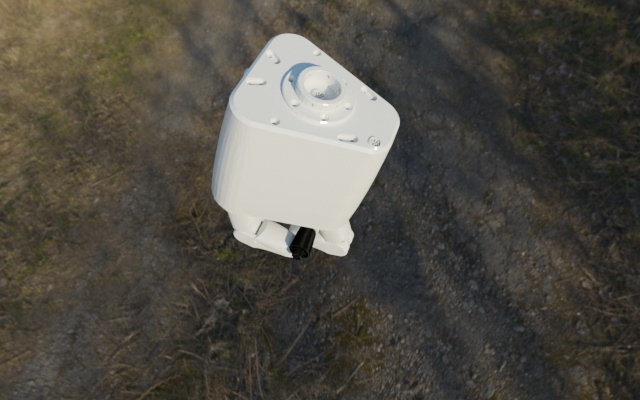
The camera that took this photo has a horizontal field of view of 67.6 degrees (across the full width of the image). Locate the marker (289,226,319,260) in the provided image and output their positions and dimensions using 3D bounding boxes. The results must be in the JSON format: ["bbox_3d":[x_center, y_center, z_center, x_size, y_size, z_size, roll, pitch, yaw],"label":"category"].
[{"bbox_3d":[0.000,0.001,0.431,0.020,0.121,0.020,16,-34,11],"label":"marker"}]
